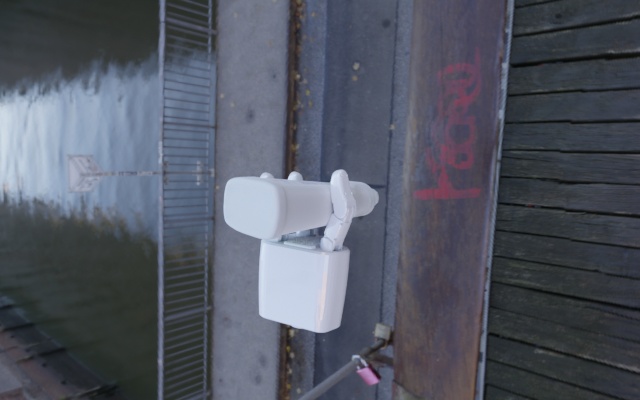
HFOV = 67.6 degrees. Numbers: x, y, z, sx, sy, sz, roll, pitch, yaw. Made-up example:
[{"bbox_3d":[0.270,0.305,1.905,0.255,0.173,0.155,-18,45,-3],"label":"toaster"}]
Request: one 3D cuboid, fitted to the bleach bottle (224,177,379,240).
[{"bbox_3d":[0.000,0.002,0.637,0.102,0.068,0.251,12,10,41],"label":"bleach bottle"}]
